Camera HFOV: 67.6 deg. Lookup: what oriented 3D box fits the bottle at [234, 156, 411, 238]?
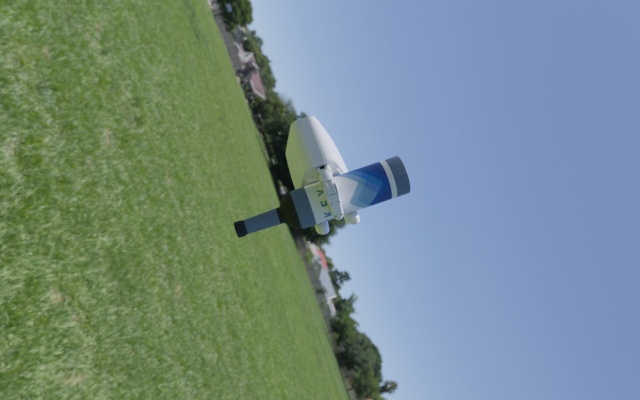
[{"bbox_3d":[0.000,0.003,0.797,0.296,0.069,0.069,-18,1,-4],"label":"bottle"}]
